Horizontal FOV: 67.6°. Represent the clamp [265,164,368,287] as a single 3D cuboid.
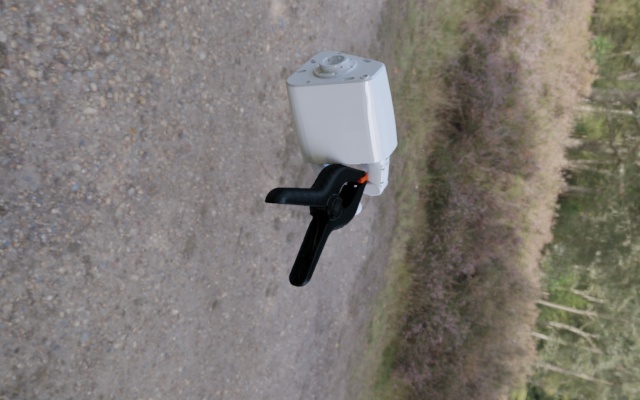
[{"bbox_3d":[0.001,0.002,0.550,0.039,0.120,0.171,11,45,30],"label":"clamp"}]
